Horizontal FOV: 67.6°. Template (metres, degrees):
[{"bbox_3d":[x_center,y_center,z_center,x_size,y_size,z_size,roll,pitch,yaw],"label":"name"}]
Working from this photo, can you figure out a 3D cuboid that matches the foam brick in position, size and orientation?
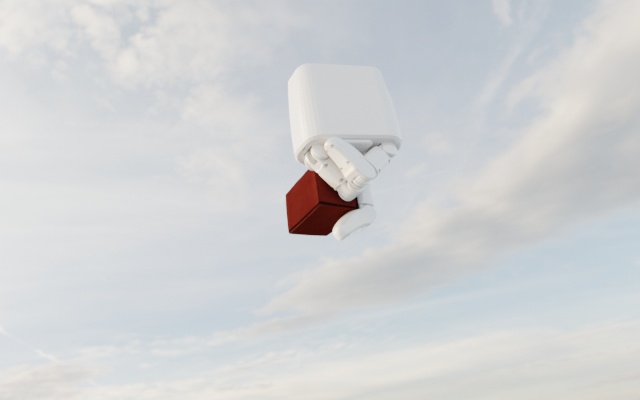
[{"bbox_3d":[0.000,0.002,0.548,0.053,0.051,0.078,7,-31,-29],"label":"foam brick"}]
